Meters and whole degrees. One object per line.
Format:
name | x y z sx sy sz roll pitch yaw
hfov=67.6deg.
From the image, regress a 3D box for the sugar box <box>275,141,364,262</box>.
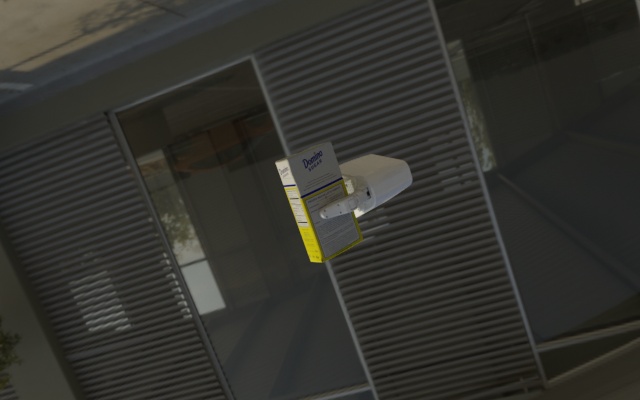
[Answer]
sugar box | 0.000 0.003 0.777 0.093 0.176 0.048 -26 11 -33
